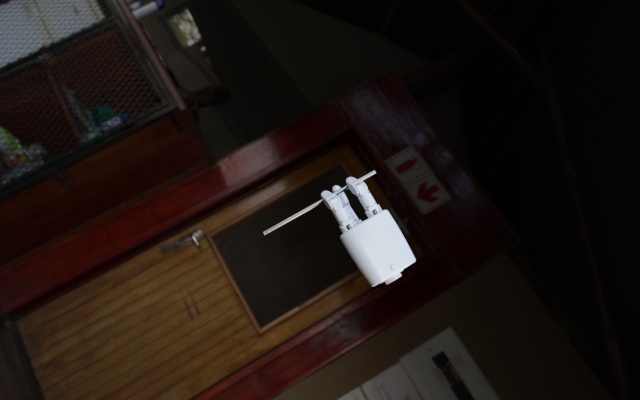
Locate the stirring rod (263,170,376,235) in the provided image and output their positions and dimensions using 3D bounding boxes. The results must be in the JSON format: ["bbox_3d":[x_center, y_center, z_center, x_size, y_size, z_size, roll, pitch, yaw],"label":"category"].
[{"bbox_3d":[0.000,0.003,0.894,0.239,0.011,0.011,-29,5,-9],"label":"stirring rod"}]
